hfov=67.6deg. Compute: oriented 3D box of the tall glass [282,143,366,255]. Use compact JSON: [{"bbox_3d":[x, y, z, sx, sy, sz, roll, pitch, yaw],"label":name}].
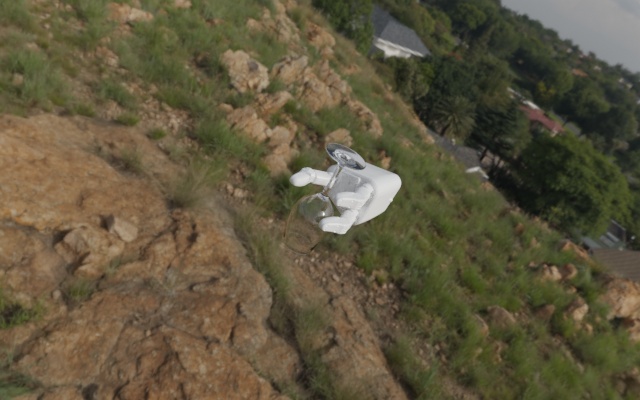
[{"bbox_3d":[0.000,0.002,0.836,0.079,0.201,0.079,22,29,-13],"label":"tall glass"}]
